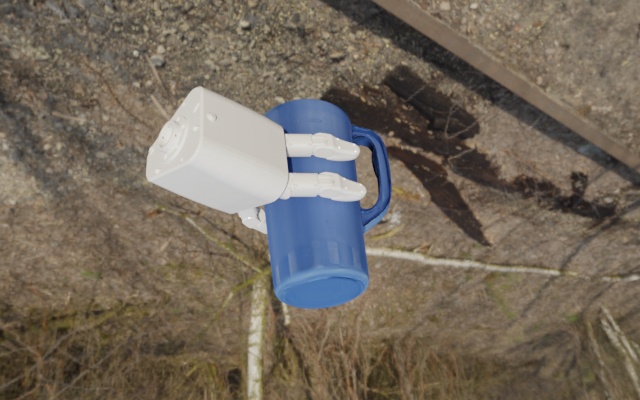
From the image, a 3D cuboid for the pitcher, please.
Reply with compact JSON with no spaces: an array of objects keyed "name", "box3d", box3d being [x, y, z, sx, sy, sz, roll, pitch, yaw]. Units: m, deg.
[{"name":"pitcher","box3d":[0.000,0.002,0.595,0.149,0.242,0.145,-32,-39,33]}]
